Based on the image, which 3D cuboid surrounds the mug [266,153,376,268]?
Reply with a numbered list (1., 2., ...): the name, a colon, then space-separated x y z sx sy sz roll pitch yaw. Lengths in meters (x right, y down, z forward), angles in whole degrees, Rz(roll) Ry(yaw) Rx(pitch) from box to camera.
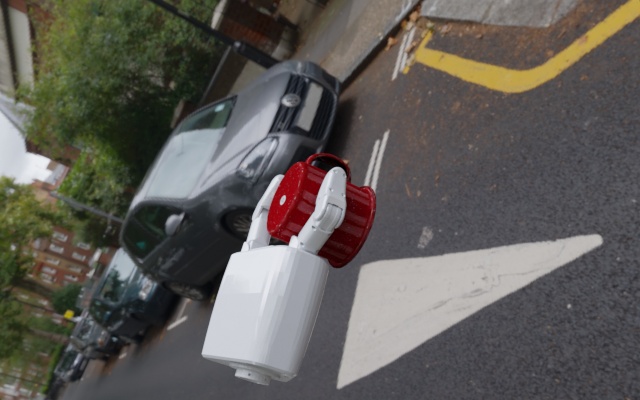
1. mug: 0.000 0.000 0.493 0.081 0.117 0.093 24 -28 -19
